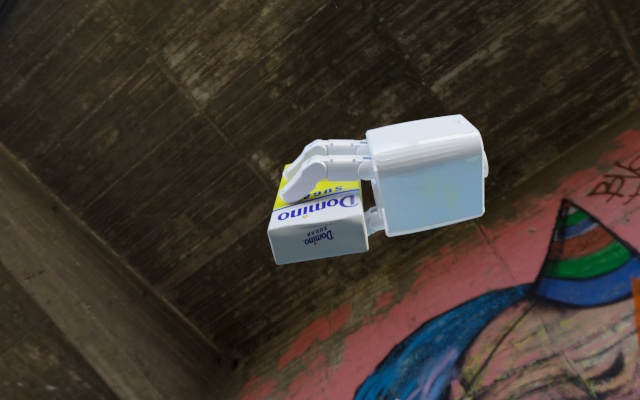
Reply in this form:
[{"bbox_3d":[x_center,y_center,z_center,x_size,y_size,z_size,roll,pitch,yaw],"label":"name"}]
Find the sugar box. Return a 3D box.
[{"bbox_3d":[0.000,0.001,0.526,0.093,0.048,0.176,-9,21,5],"label":"sugar box"}]
